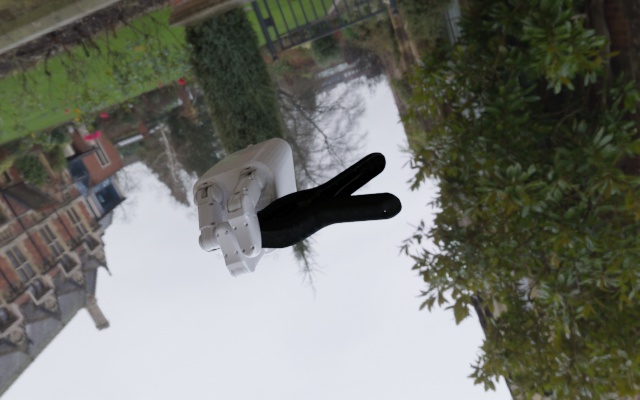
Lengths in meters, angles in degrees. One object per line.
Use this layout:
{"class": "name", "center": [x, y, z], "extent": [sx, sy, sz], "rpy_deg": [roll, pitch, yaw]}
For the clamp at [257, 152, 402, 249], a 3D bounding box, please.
{"class": "clamp", "center": [0.000, 0.002, 0.490], "extent": [0.171, 0.039, 0.120], "rpy_deg": [-16, 21, 17]}
